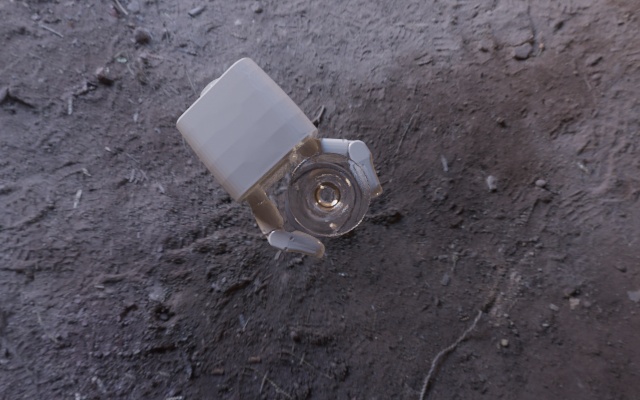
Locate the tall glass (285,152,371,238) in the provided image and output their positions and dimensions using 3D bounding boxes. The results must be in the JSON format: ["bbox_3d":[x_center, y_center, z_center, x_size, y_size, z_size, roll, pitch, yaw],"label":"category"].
[{"bbox_3d":[0.000,0.002,0.517,0.079,0.079,0.201,0,-5,-4],"label":"tall glass"}]
